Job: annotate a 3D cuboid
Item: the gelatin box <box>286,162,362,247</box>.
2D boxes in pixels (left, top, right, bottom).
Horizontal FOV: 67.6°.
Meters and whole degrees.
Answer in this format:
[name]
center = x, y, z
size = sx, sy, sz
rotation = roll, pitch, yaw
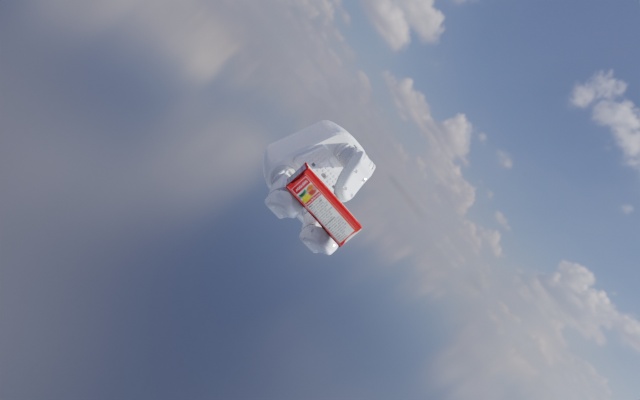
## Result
[gelatin box]
center = 0.000, 0.001, 0.457
size = 0.030, 0.073, 0.089
rotation = -41, 8, 2
